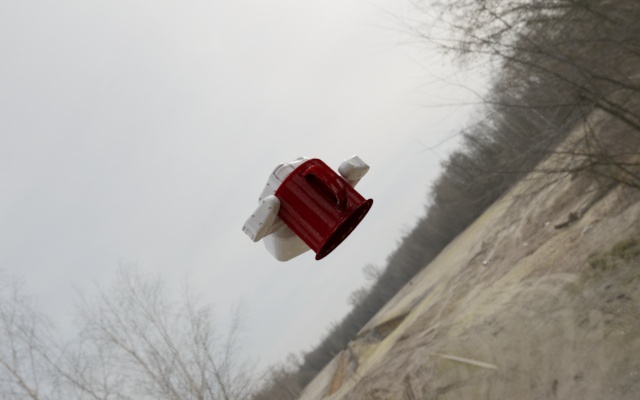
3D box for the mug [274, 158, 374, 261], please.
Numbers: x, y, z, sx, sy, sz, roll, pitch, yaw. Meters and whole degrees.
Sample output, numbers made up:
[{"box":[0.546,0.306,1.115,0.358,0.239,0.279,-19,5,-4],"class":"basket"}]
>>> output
[{"box":[0.000,0.001,0.526,0.093,0.081,0.117,-42,-15,-21],"class":"mug"}]
